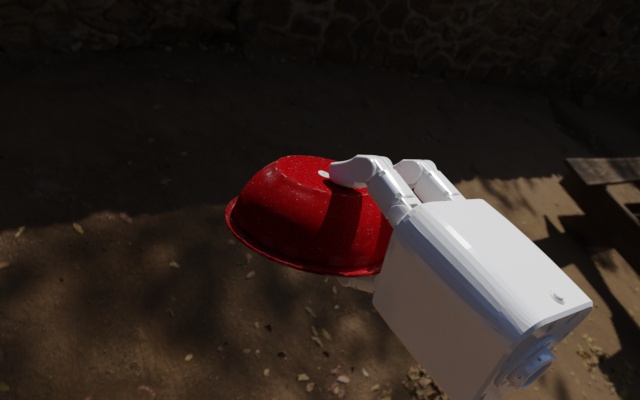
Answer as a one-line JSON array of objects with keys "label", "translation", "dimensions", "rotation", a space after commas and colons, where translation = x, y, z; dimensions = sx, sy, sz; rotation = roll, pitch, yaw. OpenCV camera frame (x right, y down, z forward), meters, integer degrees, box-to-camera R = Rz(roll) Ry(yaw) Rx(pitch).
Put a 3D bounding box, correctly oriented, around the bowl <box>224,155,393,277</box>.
[{"label": "bowl", "translation": [-0.001, 0.000, 0.423], "dimensions": [0.162, 0.055, 0.162], "rotation": [12, 21, -5]}]
